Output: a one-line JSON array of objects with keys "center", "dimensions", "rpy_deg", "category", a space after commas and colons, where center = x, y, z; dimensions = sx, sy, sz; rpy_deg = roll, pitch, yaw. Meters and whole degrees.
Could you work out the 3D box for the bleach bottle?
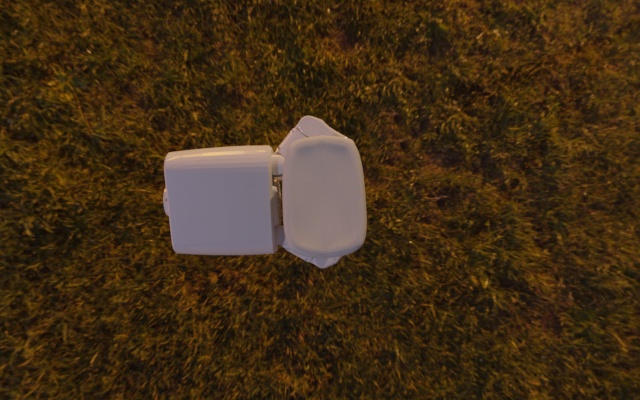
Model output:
[{"center": [0.000, 0.002, 0.503], "dimensions": [0.068, 0.102, 0.251], "rpy_deg": [-2, -3, -1], "category": "bleach bottle"}]
